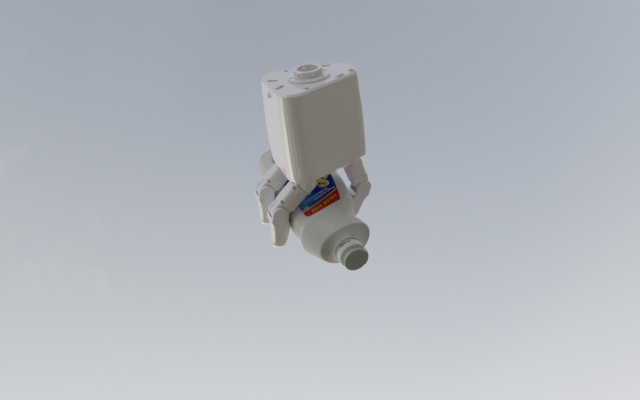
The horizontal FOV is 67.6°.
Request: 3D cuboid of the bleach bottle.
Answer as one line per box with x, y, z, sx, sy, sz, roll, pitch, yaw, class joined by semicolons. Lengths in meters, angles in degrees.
0.000;0.002;0.613;0.102;0.068;0.250;-18;34;-15;bleach bottle
